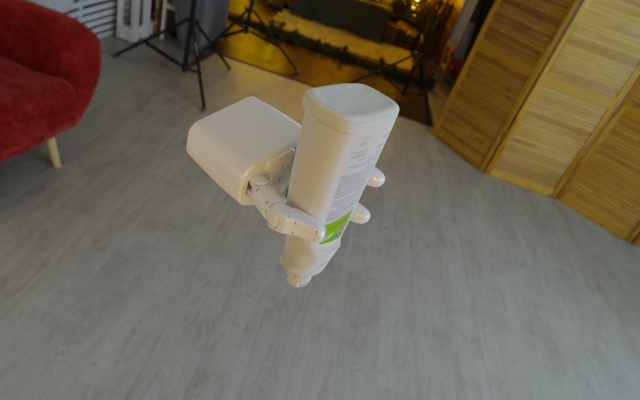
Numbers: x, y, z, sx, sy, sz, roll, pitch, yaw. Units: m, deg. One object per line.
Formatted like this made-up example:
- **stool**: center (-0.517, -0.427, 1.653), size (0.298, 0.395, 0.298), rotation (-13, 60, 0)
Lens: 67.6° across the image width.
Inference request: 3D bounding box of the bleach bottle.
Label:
- **bleach bottle**: center (0.000, 0.002, 0.522), size (0.068, 0.251, 0.102), rotation (38, 38, 27)
